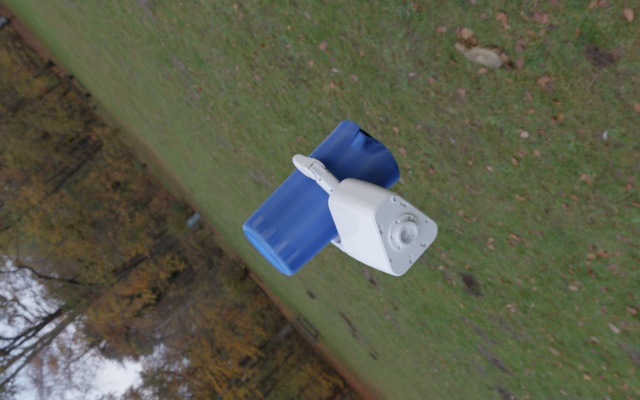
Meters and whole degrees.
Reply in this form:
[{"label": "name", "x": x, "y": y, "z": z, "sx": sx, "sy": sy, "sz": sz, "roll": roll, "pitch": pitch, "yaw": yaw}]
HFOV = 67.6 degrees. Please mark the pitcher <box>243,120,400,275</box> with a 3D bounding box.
[{"label": "pitcher", "x": 0.000, "y": 0.002, "z": 0.760, "sx": 0.243, "sy": 0.149, "sz": 0.145, "roll": -44, "pitch": 29, "yaw": -15}]
